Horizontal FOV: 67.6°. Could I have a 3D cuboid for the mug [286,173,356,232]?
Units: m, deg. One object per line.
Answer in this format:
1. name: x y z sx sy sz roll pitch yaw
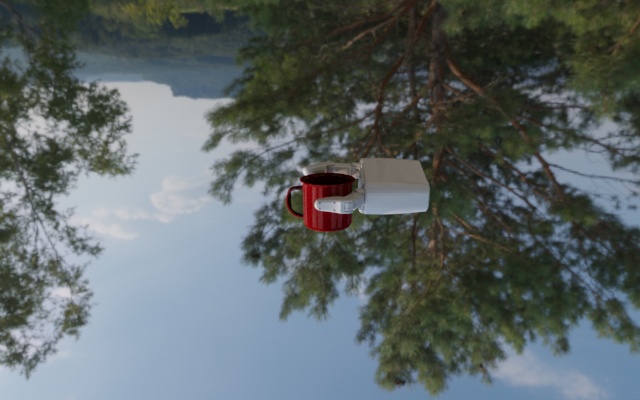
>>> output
1. mug: -0.001 0.003 0.802 0.117 0.081 0.093 0 16 0
